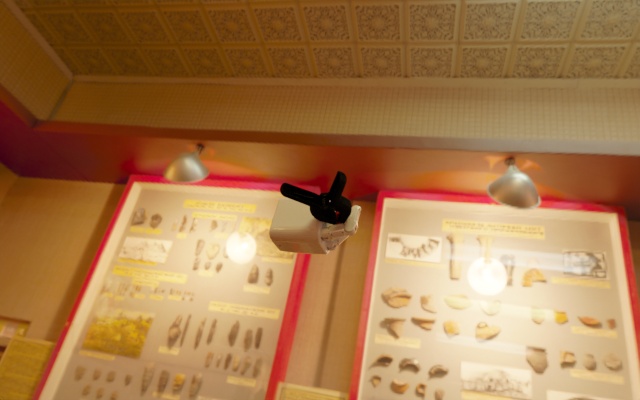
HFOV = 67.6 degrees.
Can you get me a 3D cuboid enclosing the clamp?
[{"bbox_3d":[0.000,0.002,0.881,0.120,0.039,0.172,-2,-31,13],"label":"clamp"}]
